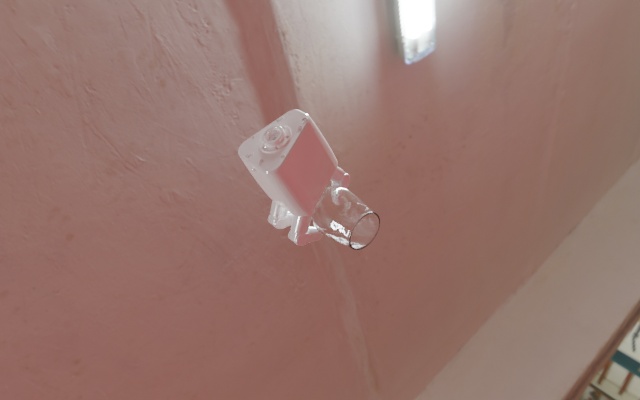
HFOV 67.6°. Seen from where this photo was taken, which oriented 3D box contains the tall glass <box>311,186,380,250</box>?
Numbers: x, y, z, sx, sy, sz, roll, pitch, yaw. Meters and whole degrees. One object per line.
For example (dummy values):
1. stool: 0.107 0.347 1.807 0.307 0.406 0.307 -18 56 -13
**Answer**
1. tall glass: 0.000 0.002 0.750 0.079 0.079 0.201 0 25 -46
